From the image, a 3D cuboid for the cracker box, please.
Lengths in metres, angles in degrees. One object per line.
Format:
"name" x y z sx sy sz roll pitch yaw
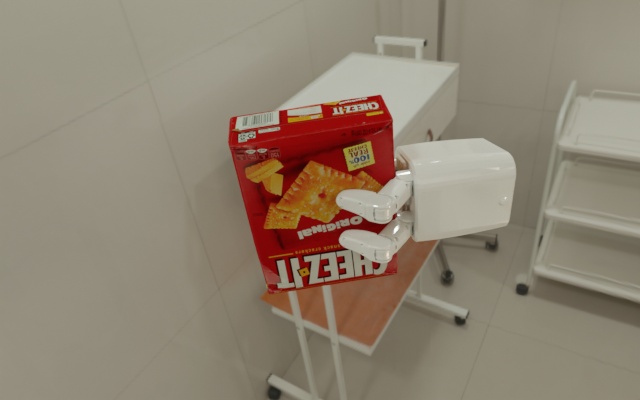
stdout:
"cracker box" 0.000 0.002 0.540 0.164 0.214 0.072 -9 36 0
